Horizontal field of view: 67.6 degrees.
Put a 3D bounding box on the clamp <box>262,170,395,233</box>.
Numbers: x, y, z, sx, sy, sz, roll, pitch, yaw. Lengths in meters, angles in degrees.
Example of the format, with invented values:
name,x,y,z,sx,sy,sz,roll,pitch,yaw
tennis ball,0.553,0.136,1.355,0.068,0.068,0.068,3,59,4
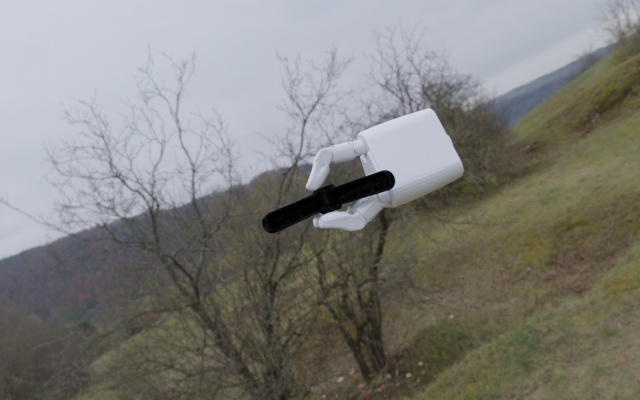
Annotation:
name,x,y,z,sx,sy,sz,roll,pitch,yaw
clamp,0.000,0.001,0.645,0.164,0.036,0.210,-20,2,-6
